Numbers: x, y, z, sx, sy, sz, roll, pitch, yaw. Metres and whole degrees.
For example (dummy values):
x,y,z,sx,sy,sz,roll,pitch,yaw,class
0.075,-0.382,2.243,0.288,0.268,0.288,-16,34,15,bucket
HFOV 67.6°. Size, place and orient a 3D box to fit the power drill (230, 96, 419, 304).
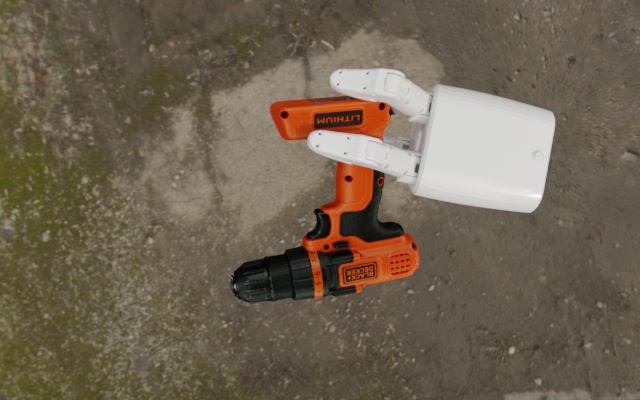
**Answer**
x,y,z,sx,sy,sz,roll,pitch,yaw,class
0.000,0.001,0.442,0.184,0.188,0.057,-9,20,-13,power drill
